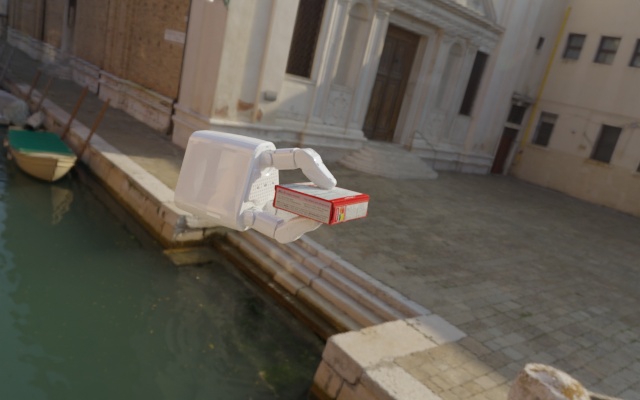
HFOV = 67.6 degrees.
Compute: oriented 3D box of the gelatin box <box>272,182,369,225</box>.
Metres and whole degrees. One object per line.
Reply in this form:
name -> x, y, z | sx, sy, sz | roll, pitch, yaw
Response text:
gelatin box -> 0.000, 0.001, 0.560 | 0.089, 0.030, 0.073 | 15, 14, 36
